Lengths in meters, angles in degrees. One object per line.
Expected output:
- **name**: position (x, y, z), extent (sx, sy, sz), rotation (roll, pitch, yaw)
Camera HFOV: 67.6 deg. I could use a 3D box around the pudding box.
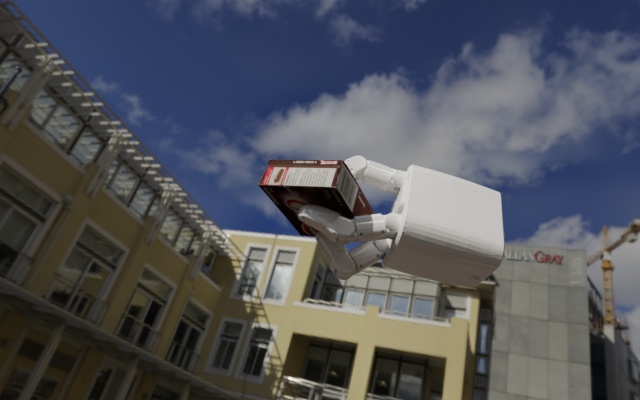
- **pudding box**: position (0.000, 0.002, 0.515), extent (0.090, 0.039, 0.114), rotation (2, -33, 27)
